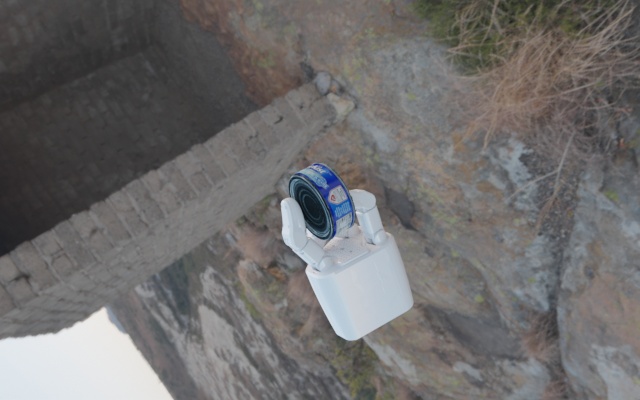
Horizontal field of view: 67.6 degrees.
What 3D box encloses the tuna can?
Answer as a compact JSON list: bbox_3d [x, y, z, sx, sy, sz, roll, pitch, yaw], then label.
[{"bbox_3d":[0.000,0.002,0.544,0.033,0.086,0.086,-29,13,-25],"label":"tuna can"}]
